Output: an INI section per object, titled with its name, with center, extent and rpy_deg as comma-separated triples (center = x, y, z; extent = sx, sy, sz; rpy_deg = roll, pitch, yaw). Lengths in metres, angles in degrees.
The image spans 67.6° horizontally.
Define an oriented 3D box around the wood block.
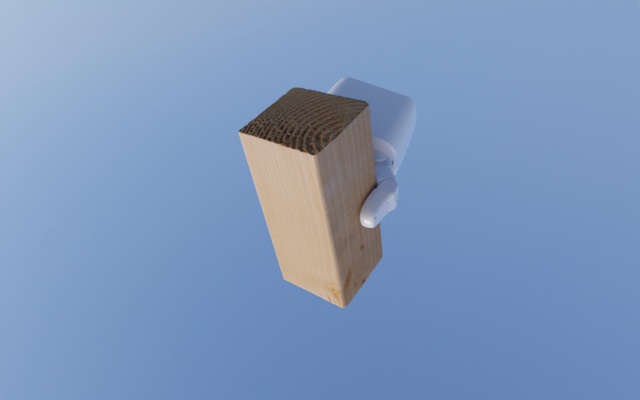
[wood block]
center = 0.001, 0.002, 0.495
extent = 0.091, 0.206, 0.090
rpy_deg = 19, 49, 31
